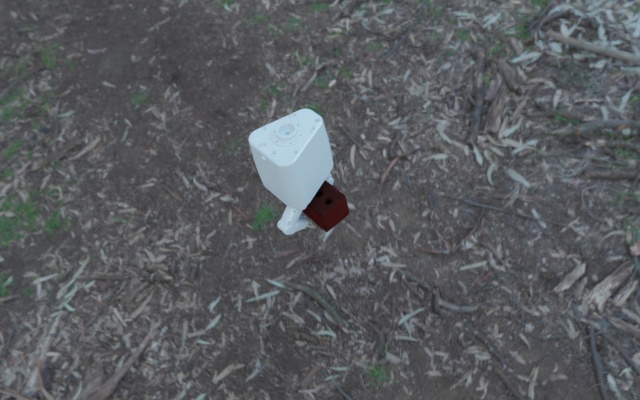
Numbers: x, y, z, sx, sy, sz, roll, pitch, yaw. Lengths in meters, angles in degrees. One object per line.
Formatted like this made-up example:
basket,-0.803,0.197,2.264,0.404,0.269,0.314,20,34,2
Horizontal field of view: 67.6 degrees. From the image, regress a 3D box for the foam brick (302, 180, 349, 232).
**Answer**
foam brick,0.000,0.003,0.779,0.078,0.053,0.051,39,-20,29
